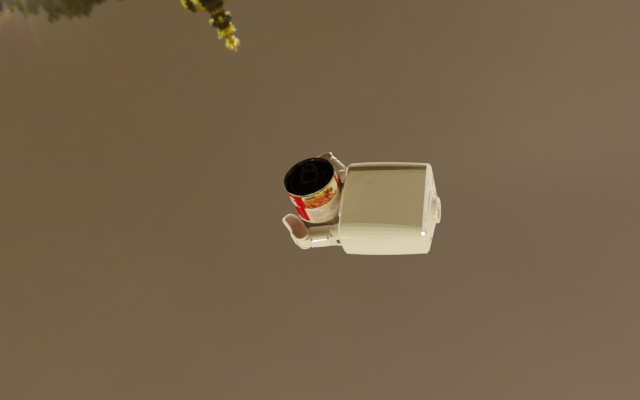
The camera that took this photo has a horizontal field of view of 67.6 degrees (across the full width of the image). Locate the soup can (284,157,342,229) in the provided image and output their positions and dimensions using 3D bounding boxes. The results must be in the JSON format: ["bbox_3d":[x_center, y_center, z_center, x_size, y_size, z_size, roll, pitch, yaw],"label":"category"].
[{"bbox_3d":[0.000,0.002,0.637,0.068,0.068,0.102,0,-41,23],"label":"soup can"}]
